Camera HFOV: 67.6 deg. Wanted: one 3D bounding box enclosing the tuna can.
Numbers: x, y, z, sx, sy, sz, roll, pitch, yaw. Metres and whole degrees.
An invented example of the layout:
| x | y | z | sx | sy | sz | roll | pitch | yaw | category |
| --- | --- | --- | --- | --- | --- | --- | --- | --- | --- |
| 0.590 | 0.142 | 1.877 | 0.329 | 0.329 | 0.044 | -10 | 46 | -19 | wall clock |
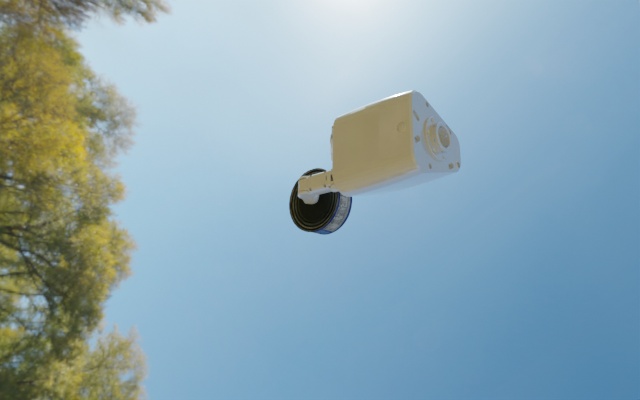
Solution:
| x | y | z | sx | sy | sz | roll | pitch | yaw | category |
| --- | --- | --- | --- | --- | --- | --- | --- | --- | --- |
| 0.000 | 0.002 | 0.639 | 0.086 | 0.086 | 0.034 | 0 | -11 | 41 | tuna can |
